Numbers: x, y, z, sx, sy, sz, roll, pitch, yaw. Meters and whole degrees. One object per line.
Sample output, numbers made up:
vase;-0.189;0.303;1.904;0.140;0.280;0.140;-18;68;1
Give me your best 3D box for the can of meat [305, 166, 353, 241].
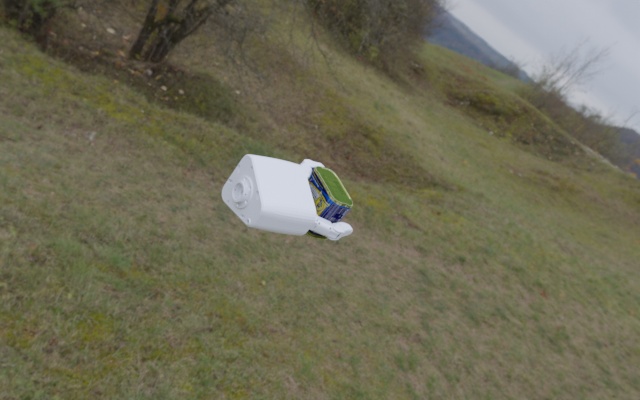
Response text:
can of meat;0.000;0.003;0.819;0.057;0.084;0.102;13;36;-42
